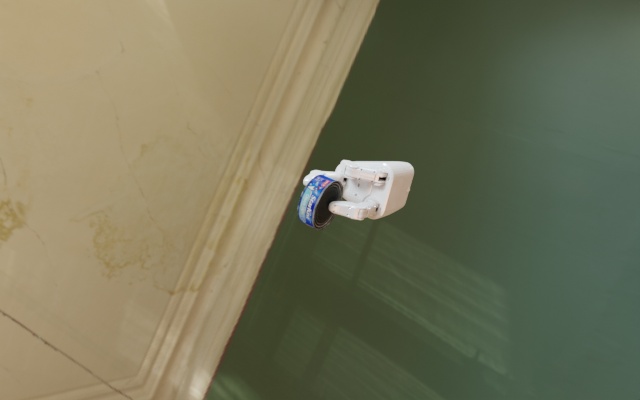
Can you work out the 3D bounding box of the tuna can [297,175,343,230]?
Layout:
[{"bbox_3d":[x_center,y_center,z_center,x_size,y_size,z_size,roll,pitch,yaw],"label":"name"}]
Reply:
[{"bbox_3d":[0.000,0.002,0.767,0.033,0.086,0.086,25,11,25],"label":"tuna can"}]
